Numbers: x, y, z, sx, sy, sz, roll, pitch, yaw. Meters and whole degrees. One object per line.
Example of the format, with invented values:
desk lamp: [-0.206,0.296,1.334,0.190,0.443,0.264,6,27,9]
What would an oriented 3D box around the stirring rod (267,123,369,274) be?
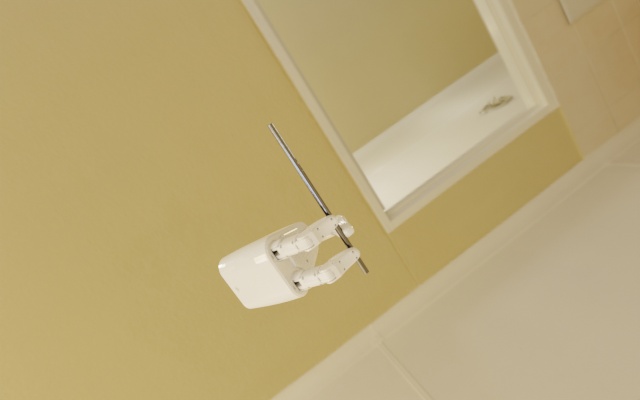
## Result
stirring rod: [0.000,0.002,0.630,0.011,0.239,0.011,-31,15,9]
